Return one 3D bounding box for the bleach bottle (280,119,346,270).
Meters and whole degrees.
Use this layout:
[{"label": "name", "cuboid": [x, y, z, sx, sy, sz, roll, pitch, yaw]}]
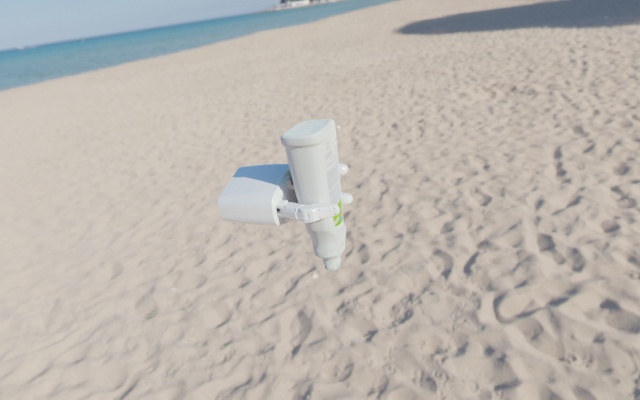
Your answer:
[{"label": "bleach bottle", "cuboid": [0.000, 0.002, 0.772, 0.068, 0.251, 0.102, 1, 24, 23]}]
